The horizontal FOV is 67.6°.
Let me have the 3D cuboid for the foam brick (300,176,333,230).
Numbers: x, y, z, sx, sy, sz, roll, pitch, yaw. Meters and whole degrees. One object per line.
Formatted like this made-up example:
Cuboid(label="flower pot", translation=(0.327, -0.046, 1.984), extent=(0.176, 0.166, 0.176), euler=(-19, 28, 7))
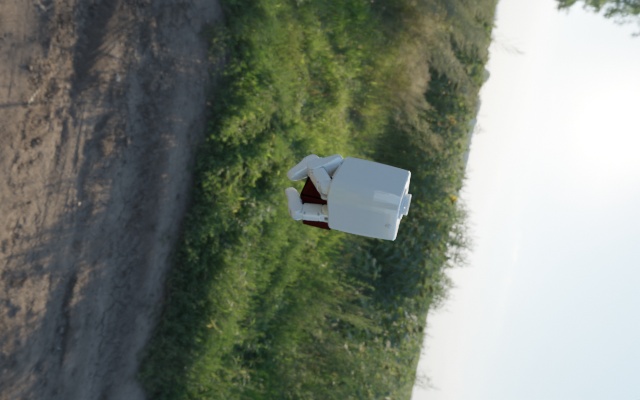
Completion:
Cuboid(label="foam brick", translation=(0.000, 0.003, 0.793), extent=(0.051, 0.053, 0.078), euler=(12, -39, 13))
